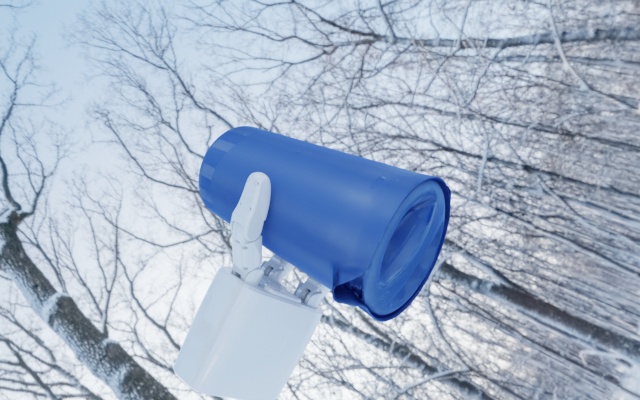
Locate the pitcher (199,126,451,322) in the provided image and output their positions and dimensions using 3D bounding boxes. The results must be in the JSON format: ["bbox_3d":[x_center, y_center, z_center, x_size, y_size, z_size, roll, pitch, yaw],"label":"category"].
[{"bbox_3d":[0.000,0.002,0.479,0.242,0.145,0.149,24,-2,35],"label":"pitcher"}]
